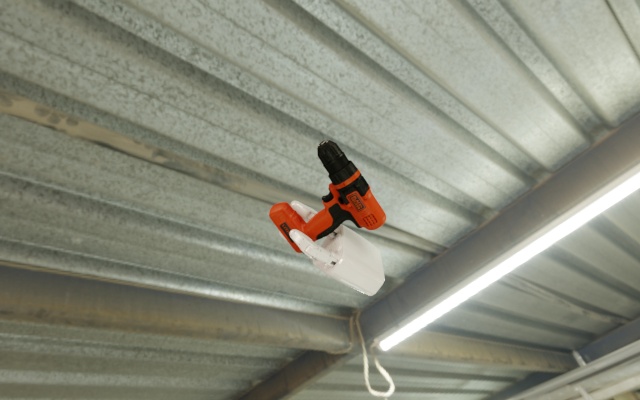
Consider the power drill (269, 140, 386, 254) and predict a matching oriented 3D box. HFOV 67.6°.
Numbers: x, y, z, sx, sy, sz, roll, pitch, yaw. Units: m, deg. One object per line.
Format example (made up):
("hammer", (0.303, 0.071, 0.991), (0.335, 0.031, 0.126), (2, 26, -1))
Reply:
("power drill", (0.000, 0.003, 0.867), (0.188, 0.184, 0.057), (-29, 14, 26))
